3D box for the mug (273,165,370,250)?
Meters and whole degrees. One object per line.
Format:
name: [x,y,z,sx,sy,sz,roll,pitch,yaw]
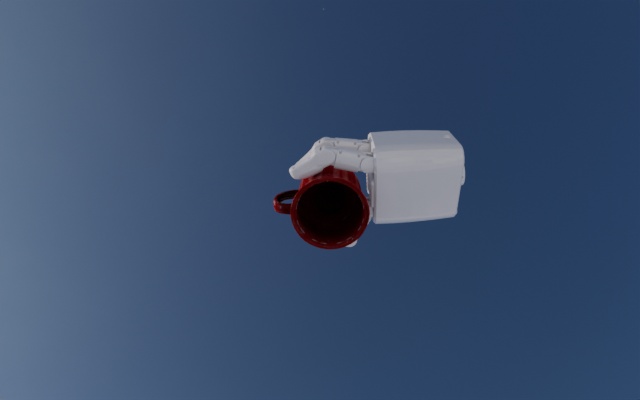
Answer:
mug: [-0.001,0.002,0.597,0.117,0.093,0.081,-2,22,2]
